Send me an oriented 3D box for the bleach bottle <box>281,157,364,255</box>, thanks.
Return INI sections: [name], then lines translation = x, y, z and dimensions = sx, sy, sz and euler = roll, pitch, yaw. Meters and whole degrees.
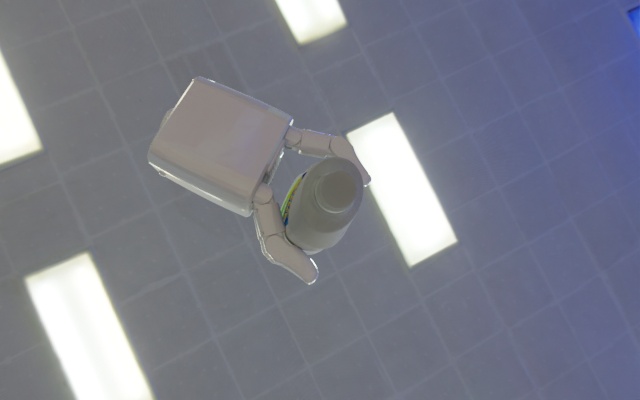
[bleach bottle]
translation = 0.000, 0.002, 0.475
dimensions = 0.068, 0.102, 0.251
euler = 24, -10, -4
